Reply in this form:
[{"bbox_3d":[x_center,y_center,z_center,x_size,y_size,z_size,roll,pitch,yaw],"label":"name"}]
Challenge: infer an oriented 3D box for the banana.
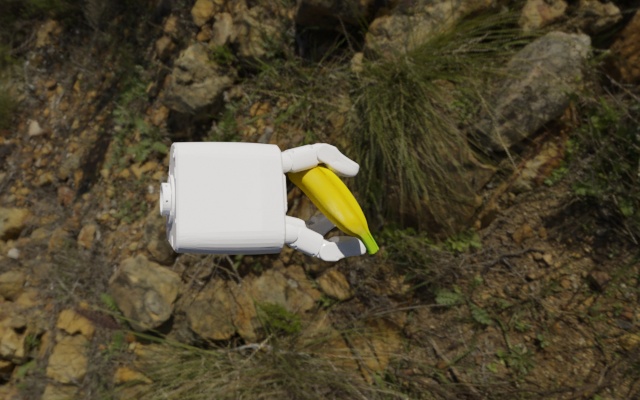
[{"bbox_3d":[-0.002,-0.011,0.545,0.037,0.070,0.197,-24,37,-14],"label":"banana"}]
